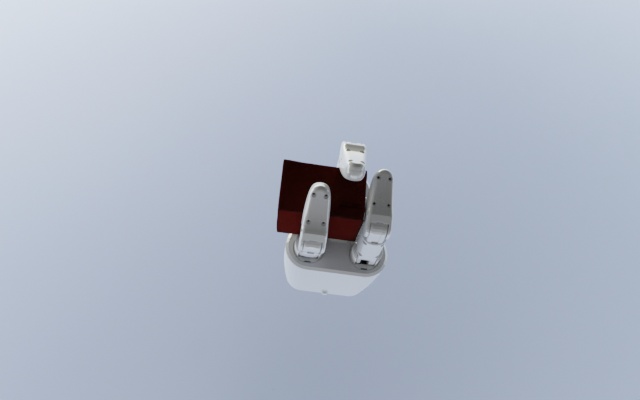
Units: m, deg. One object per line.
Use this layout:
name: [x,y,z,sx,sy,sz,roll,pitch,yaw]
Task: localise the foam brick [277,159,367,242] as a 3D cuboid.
foam brick: [0.000,0.001,0.440,0.078,0.053,0.051,8,-27,-3]
